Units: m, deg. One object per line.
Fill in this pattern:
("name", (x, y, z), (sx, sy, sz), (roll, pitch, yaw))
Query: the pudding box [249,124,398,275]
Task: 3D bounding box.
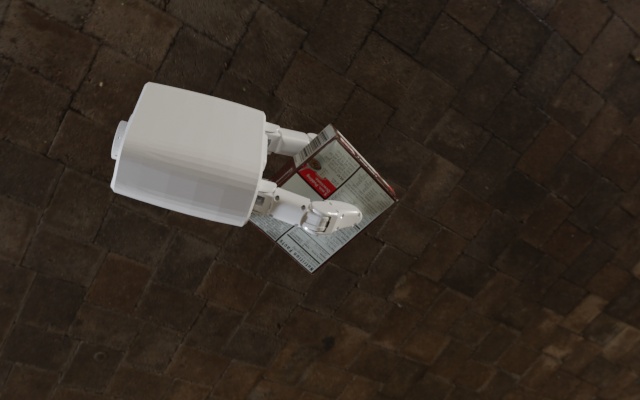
("pudding box", (0.000, 0.001, 0.441), (0.113, 0.090, 0.039), (-41, 23, 12))
